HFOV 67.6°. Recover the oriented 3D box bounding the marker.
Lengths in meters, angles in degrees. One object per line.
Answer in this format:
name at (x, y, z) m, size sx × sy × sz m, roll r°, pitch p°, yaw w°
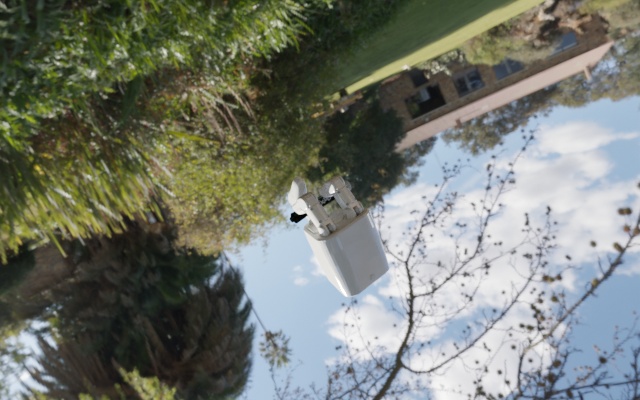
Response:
marker at (0.000, 0.002, 0.770) m, size 0.121 × 0.020 × 0.020 m, roll -32°, pitch 16°, yaw -27°
